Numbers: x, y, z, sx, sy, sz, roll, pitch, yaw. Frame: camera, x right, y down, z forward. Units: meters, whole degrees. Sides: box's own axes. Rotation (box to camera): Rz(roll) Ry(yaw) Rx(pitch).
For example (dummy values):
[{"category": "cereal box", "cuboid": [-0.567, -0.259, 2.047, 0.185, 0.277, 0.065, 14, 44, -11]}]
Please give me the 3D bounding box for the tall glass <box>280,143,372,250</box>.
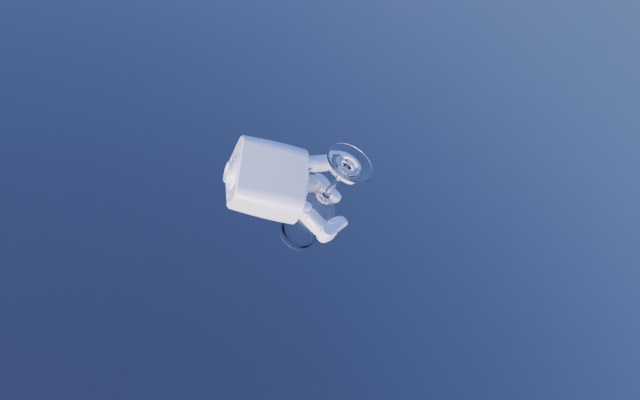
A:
[{"category": "tall glass", "cuboid": [0.001, 0.002, 0.758, 0.079, 0.079, 0.201, 0, -36, -31]}]
